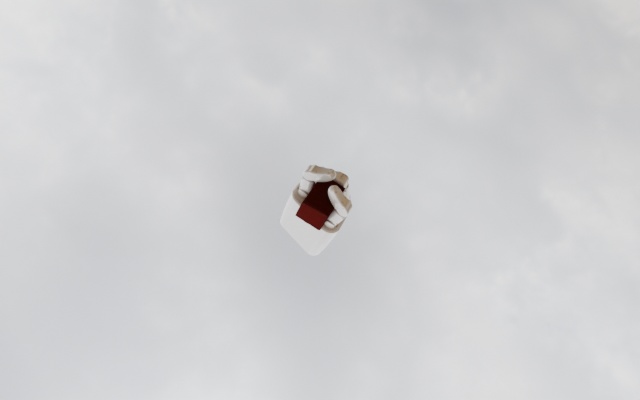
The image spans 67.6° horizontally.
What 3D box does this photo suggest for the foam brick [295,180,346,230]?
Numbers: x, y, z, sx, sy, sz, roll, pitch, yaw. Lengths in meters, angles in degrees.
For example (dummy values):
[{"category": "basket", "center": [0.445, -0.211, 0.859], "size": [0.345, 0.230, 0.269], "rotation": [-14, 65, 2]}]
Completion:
[{"category": "foam brick", "center": [0.000, 0.003, 0.844], "size": [0.053, 0.078, 0.051], "rotation": [33, -38, 0]}]
